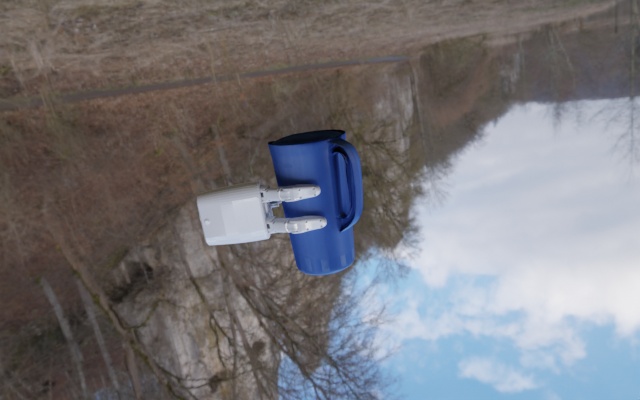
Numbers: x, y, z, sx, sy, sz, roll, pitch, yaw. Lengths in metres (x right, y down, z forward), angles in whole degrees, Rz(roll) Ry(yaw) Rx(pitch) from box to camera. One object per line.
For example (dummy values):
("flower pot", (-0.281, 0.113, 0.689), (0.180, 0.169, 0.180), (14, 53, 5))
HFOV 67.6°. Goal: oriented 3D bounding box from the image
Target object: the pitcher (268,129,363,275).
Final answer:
("pitcher", (0.000, 0.003, 0.827), (0.145, 0.243, 0.149), (-9, 16, 1))
